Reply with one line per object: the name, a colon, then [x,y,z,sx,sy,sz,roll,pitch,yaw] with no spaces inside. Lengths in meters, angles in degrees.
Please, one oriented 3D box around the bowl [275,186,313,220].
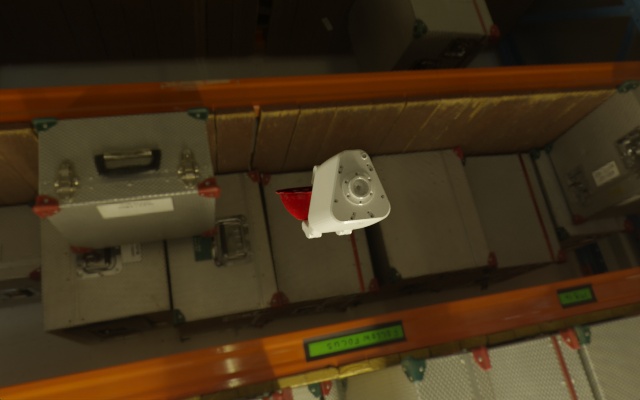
bowl: [0.000,0.003,0.873,0.162,0.055,0.162,-4,5,0]
